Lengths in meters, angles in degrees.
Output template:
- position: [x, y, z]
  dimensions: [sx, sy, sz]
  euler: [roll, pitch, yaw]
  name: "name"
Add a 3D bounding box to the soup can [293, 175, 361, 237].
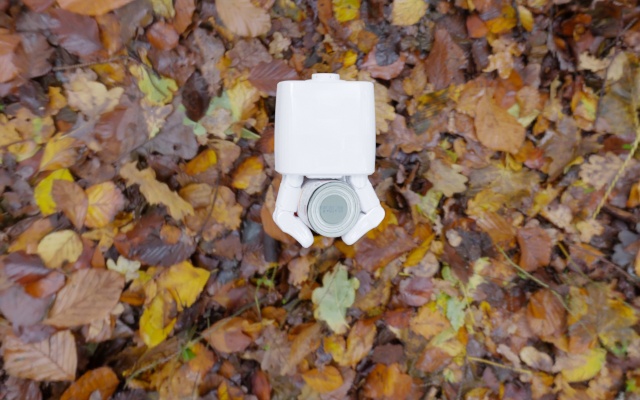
- position: [0.000, 0.002, 0.592]
  dimensions: [0.068, 0.068, 0.102]
  euler: [0, 10, -19]
  name: "soup can"
